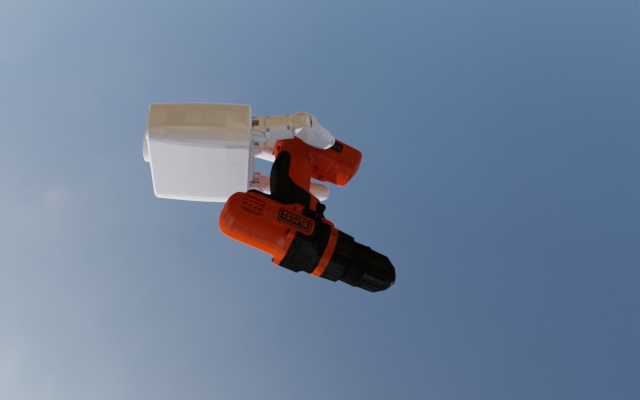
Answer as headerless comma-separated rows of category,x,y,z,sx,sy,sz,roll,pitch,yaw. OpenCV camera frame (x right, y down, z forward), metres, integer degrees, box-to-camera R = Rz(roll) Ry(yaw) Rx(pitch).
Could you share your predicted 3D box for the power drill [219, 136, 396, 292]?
power drill,0.000,0.001,0.521,0.184,0.057,0.187,25,37,-10
